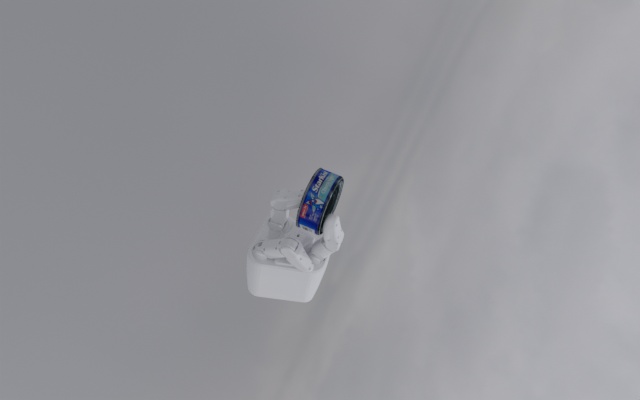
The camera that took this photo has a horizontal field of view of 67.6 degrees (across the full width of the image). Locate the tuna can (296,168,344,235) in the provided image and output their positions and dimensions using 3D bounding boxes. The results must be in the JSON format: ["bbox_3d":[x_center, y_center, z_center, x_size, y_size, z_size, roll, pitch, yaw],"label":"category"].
[{"bbox_3d":[0.001,0.002,0.635,0.034,0.086,0.086,22,4,10],"label":"tuna can"}]
